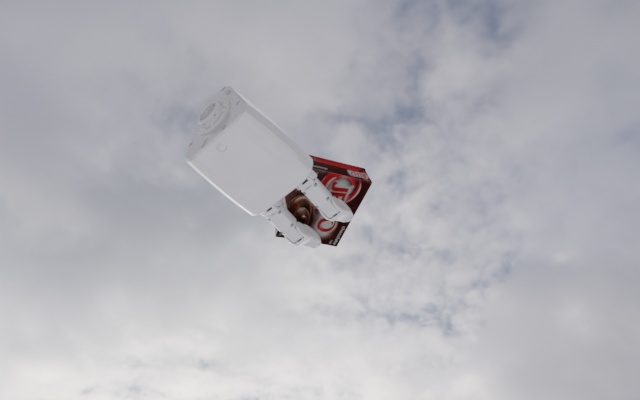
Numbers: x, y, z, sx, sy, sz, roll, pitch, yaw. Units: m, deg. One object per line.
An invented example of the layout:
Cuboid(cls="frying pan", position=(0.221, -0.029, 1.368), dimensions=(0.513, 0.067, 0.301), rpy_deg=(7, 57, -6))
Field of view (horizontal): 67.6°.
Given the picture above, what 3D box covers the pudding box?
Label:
Cuboid(cls="pudding box", position=(0.000, 0.002, 0.607), dimensions=(0.090, 0.113, 0.039), rpy_deg=(12, 36, -23))
